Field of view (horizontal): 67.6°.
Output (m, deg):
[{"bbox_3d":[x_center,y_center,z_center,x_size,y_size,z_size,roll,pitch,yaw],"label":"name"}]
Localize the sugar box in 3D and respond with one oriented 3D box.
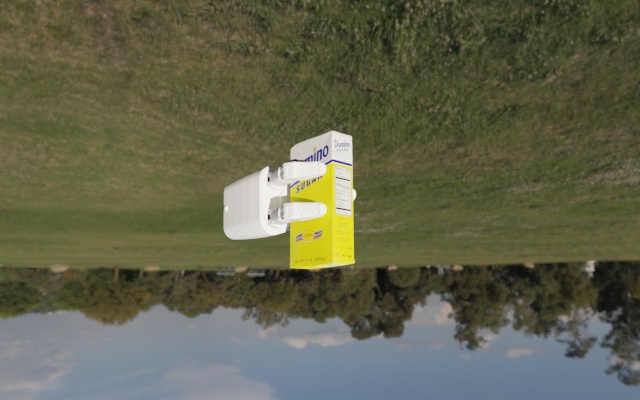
[{"bbox_3d":[0.000,0.002,0.653,0.048,0.176,0.093,7,-14,-41],"label":"sugar box"}]
